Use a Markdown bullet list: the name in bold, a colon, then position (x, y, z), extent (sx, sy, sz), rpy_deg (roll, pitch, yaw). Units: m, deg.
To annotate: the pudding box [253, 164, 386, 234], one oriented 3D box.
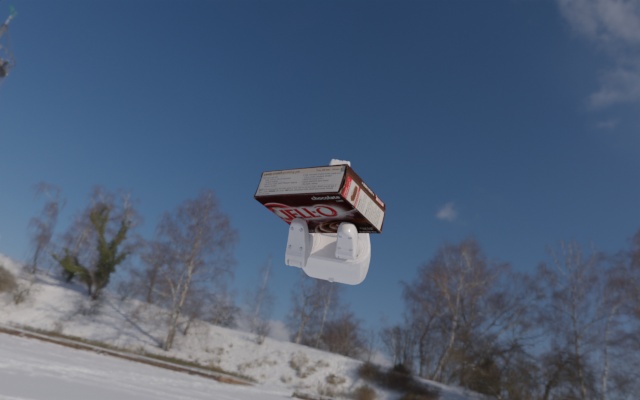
- **pudding box**: position (0.000, 0.002, 0.509), extent (0.113, 0.039, 0.090), rpy_deg (-5, -30, 34)
